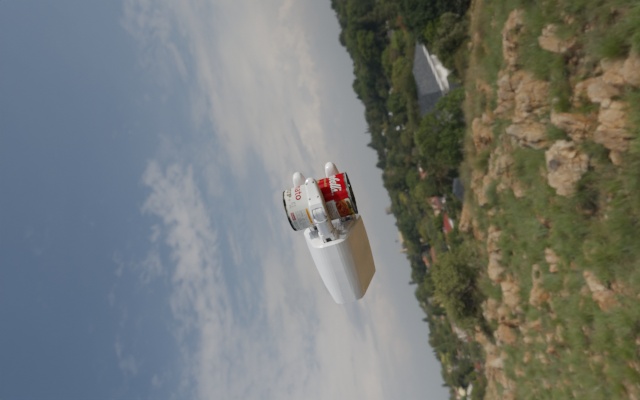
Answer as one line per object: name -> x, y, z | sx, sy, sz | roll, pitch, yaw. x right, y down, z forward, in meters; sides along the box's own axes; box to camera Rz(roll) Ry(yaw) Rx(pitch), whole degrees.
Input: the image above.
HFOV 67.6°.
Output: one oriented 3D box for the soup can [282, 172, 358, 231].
soup can -> 0.000, 0.002, 0.738 | 0.102, 0.068, 0.068 | -17, -3, 8
